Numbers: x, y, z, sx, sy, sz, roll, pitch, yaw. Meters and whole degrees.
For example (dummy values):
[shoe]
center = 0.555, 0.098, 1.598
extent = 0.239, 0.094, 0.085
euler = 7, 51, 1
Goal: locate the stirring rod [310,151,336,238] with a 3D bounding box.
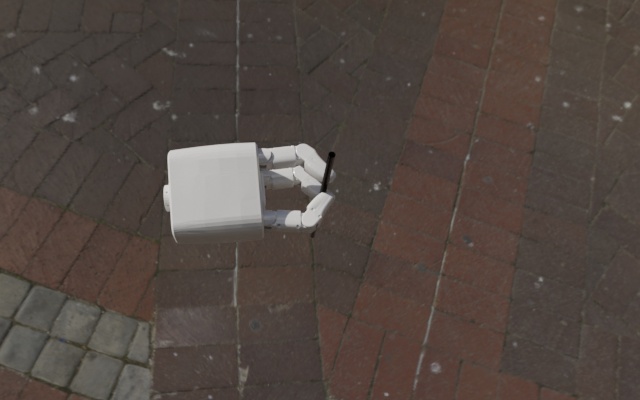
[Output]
[stirring rod]
center = 0.000, 0.002, 0.628
extent = 0.011, 0.011, 0.240
euler = 0, -26, -7
